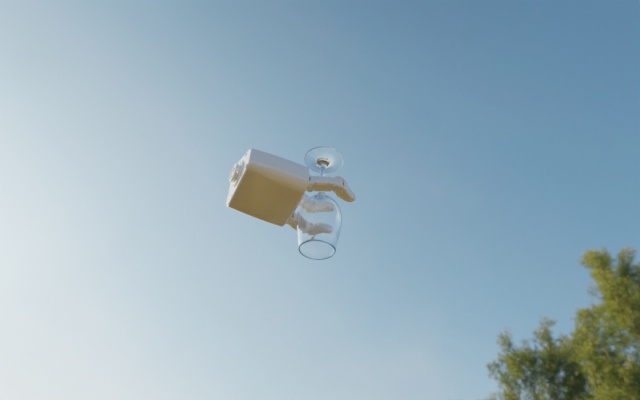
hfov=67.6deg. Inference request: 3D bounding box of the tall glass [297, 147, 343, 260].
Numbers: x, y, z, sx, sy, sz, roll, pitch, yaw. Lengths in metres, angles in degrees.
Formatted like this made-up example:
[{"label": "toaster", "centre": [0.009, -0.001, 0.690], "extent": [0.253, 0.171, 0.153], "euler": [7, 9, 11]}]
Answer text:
[{"label": "tall glass", "centre": [0.000, 0.002, 0.843], "extent": [0.079, 0.200, 0.079], "euler": [2, -37, 2]}]
